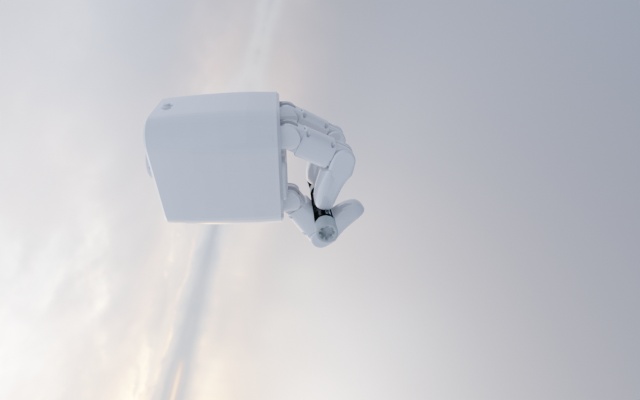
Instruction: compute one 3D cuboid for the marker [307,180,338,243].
[{"bbox_3d":[0.000,0.001,0.450,0.020,0.020,0.121,0,26,-6],"label":"marker"}]
